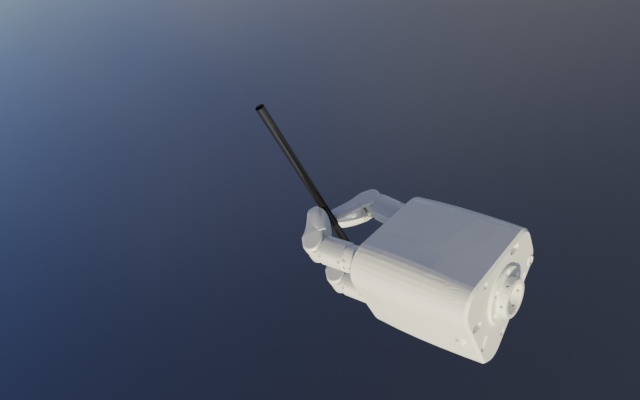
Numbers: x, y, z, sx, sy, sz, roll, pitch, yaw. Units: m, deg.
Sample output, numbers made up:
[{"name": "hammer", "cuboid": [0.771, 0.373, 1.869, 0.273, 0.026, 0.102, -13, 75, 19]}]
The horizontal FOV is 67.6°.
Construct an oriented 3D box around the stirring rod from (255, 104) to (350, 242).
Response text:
[{"name": "stirring rod", "cuboid": [0.000, 0.002, 0.466, 0.011, 0.011, 0.240, 0, -40, 33]}]
